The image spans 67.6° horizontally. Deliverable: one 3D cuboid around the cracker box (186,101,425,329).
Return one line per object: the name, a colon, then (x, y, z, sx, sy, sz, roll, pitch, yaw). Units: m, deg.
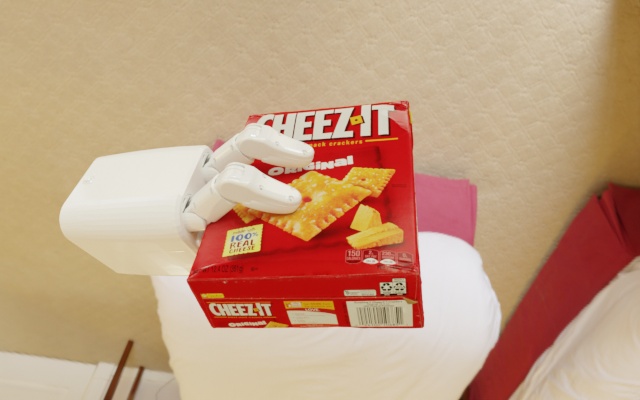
cracker box: (0.000, 0.002, 0.410, 0.164, 0.072, 0.213, -3, 43, 10)
